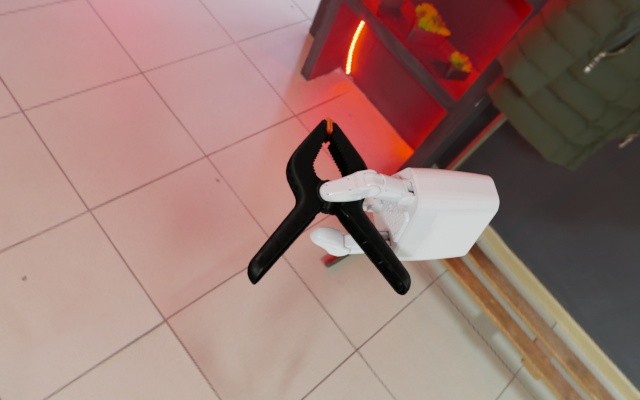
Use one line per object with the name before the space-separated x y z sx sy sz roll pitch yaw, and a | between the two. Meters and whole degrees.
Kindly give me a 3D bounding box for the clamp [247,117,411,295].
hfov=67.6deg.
clamp | 0.000 0.001 0.506 0.164 0.210 0.036 1 -29 -18
